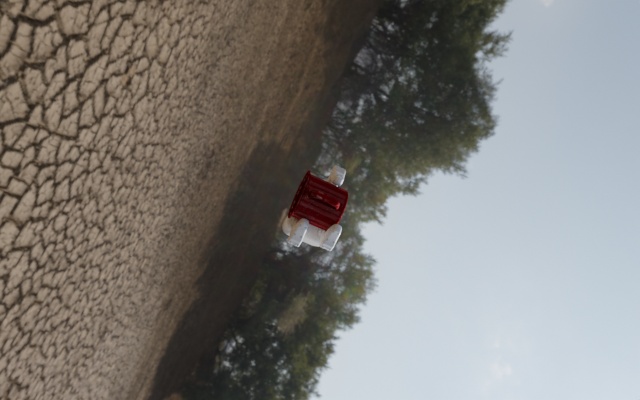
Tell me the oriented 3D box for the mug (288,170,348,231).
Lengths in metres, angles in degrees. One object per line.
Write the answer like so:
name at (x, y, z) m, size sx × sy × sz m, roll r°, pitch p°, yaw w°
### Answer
mug at (0.001, 0.003, 0.836) m, size 0.081 × 0.093 × 0.117 m, roll 24°, pitch -14°, yaw -9°
